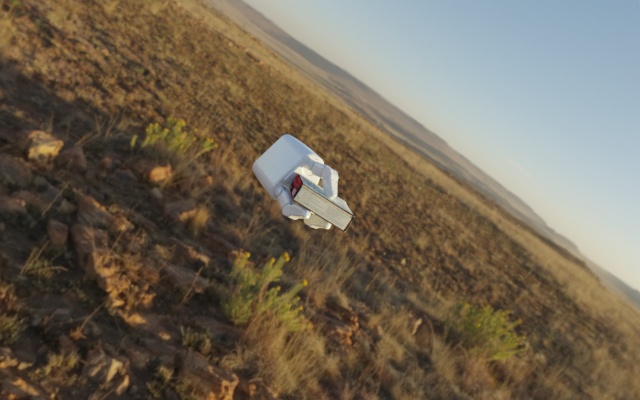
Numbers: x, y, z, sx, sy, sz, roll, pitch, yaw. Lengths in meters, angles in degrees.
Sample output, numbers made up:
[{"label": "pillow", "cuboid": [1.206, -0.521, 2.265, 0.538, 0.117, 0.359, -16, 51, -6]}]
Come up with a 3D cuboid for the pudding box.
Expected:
[{"label": "pudding box", "cuboid": [0.000, 0.003, 0.852, 0.113, 0.039, 0.090, 30, 10, -13]}]
